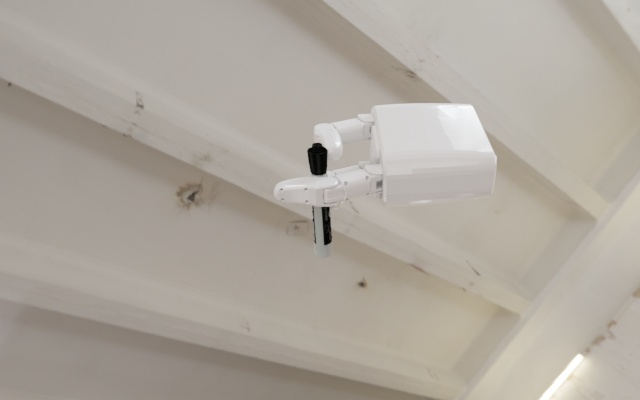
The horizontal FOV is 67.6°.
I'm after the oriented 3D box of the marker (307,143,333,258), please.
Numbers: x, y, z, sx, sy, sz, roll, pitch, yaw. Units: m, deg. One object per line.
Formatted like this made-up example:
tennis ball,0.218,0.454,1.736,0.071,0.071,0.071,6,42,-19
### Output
marker,0.000,0.001,0.464,0.020,0.121,0.020,-3,29,1
